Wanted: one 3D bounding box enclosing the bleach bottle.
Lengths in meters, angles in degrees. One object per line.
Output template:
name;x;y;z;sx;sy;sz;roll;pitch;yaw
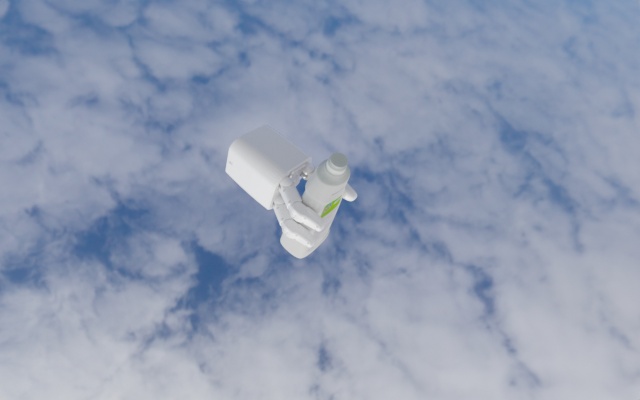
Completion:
bleach bottle;0.000;0.003;0.816;0.102;0.068;0.251;-44;-12;-35
